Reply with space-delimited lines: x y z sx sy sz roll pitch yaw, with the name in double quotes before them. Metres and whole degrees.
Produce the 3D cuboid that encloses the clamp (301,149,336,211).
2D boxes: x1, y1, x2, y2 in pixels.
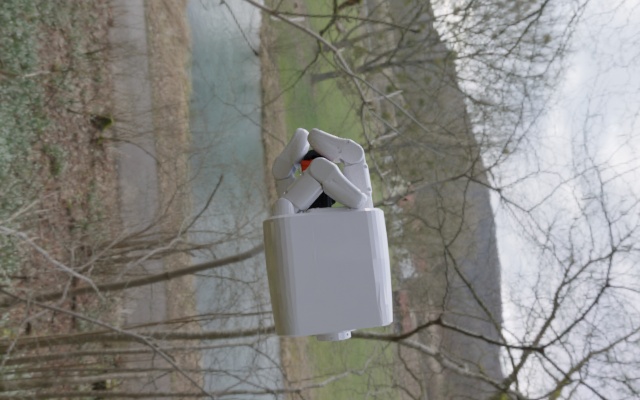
"clamp" 0.001 0.002 0.539 0.039 0.120 0.171 -7 -9 5
